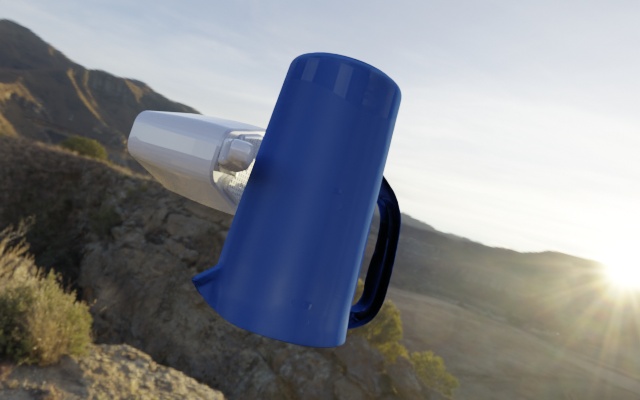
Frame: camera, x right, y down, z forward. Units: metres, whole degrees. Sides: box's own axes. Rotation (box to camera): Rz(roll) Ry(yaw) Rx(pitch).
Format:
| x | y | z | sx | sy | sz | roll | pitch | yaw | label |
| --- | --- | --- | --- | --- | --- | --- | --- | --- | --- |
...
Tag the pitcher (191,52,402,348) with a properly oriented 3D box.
| x | y | z | sx | sy | sz | roll | pitch | yaw | label |
| --- | --- | --- | --- | --- | --- | --- | --- | --- | --- |
| 0.000 | 0.001 | 0.442 | 0.145 | 0.243 | 0.149 | 16 | -2 | 20 | pitcher |
